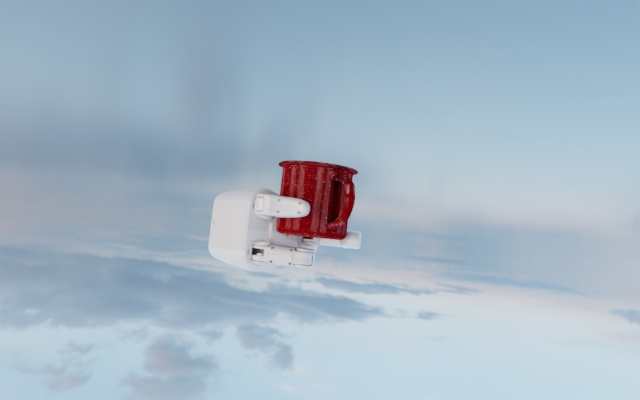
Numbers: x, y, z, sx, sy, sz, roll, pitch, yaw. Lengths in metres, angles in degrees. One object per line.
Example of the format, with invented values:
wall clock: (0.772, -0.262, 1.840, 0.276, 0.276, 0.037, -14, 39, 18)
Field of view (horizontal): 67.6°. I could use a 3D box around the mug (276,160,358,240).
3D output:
mug: (0.001, 0.002, 0.542, 0.093, 0.081, 0.117, 9, -5, -35)
